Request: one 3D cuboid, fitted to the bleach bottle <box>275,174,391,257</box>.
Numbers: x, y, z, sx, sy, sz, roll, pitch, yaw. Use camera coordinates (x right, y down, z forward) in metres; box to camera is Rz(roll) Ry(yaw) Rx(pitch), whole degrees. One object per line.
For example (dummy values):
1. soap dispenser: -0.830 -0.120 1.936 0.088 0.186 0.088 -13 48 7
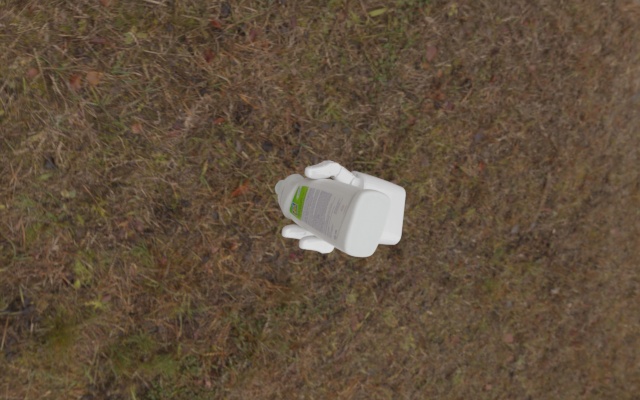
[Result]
1. bleach bottle: 0.000 0.003 0.770 0.068 0.102 0.250 12 9 -37
